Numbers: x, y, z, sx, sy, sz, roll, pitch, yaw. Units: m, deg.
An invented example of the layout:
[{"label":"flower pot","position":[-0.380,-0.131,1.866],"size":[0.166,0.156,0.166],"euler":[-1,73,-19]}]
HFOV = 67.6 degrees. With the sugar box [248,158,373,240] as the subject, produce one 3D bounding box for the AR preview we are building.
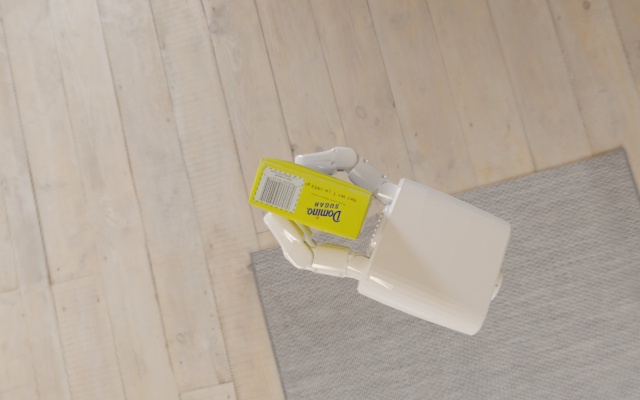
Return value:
[{"label":"sugar box","position":[0.000,0.002,0.453],"size":[0.093,0.048,0.176],"euler":[19,-2,7]}]
